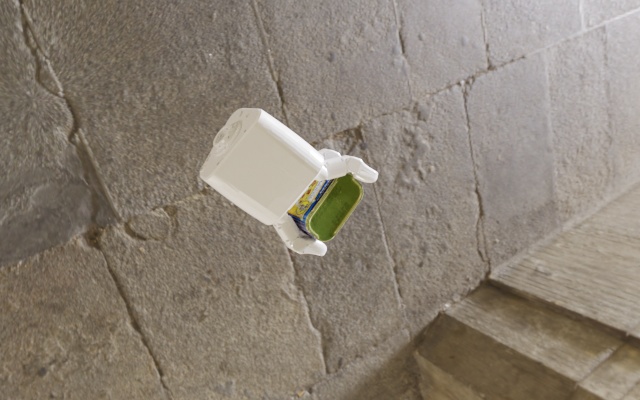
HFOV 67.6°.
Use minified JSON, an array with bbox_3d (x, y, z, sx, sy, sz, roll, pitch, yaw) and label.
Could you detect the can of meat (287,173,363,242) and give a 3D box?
[{"bbox_3d":[0.000,0.002,0.663,0.057,0.102,0.084,41,-11,-30],"label":"can of meat"}]
